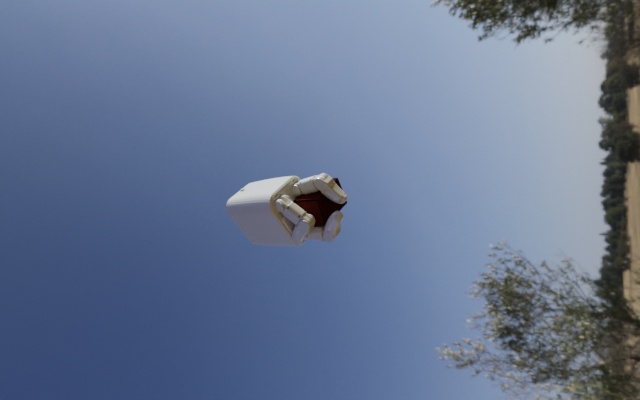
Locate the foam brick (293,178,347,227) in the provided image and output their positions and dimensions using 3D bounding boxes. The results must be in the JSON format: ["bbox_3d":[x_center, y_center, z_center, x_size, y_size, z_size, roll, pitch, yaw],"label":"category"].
[{"bbox_3d":[0.000,0.003,0.809,0.051,0.053,0.078,-5,26,35],"label":"foam brick"}]
